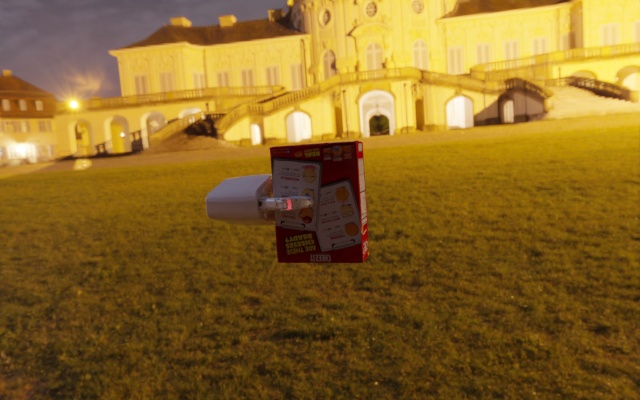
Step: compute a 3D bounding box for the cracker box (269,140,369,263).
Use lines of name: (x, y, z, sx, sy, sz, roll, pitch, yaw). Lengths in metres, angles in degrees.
cracker box: (0.000, 0.003, 0.873, 0.164, 0.214, 0.072, -2, 6, 17)
